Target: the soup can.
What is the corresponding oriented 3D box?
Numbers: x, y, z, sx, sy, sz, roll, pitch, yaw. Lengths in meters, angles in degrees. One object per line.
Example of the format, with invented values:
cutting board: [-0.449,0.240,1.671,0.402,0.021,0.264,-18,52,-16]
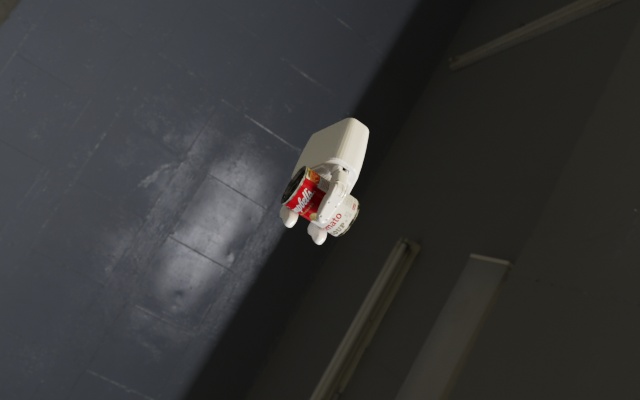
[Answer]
soup can: [0.000,0.003,0.731,0.102,0.068,0.068,33,-10,-16]
